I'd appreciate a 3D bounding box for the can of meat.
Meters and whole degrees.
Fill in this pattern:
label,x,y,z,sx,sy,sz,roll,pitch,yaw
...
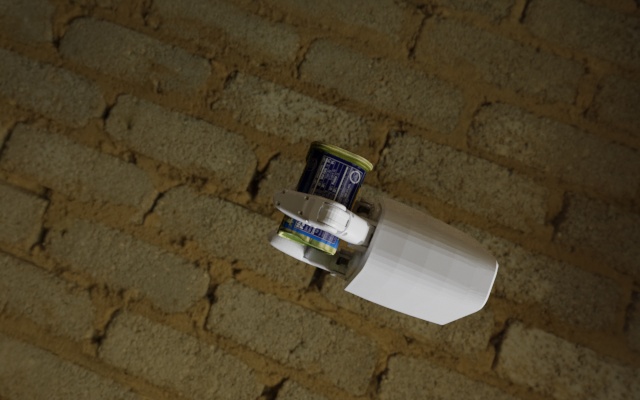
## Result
label,x,y,z,sx,sy,sz,roll,pitch,yaw
can of meat,0.000,0.002,0.438,0.057,0.084,0.102,23,-7,-4
